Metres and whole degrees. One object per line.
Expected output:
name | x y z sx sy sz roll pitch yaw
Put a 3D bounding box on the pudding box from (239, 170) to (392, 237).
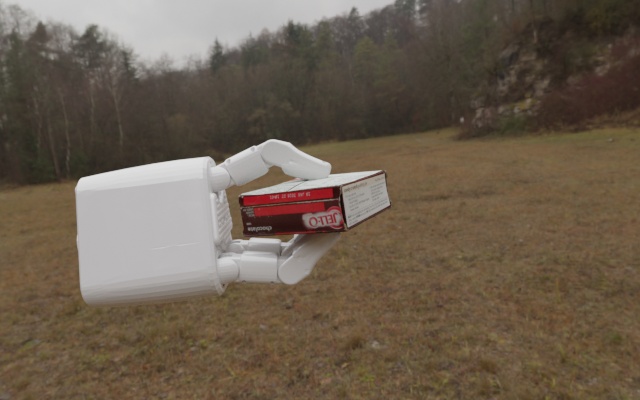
pudding box | 0.000 0.001 0.400 0.090 0.039 0.113 -4 9 26
